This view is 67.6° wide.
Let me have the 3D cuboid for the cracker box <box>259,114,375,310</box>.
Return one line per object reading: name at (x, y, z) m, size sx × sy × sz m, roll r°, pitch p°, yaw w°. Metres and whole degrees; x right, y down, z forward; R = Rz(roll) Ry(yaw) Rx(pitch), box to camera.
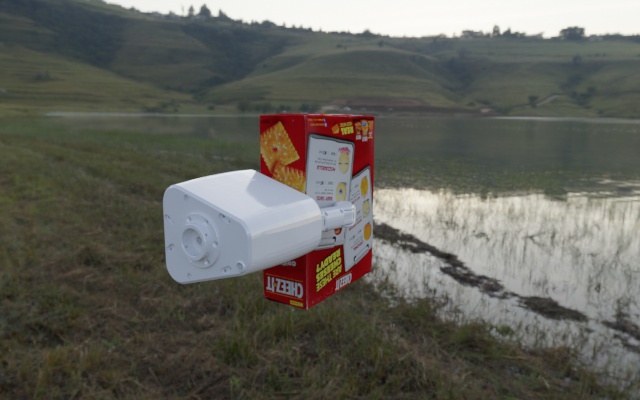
cracker box at (0.000, 0.002, 0.588) m, size 0.072 × 0.214 × 0.164 m, roll 7°, pitch 12°, yaw 32°
